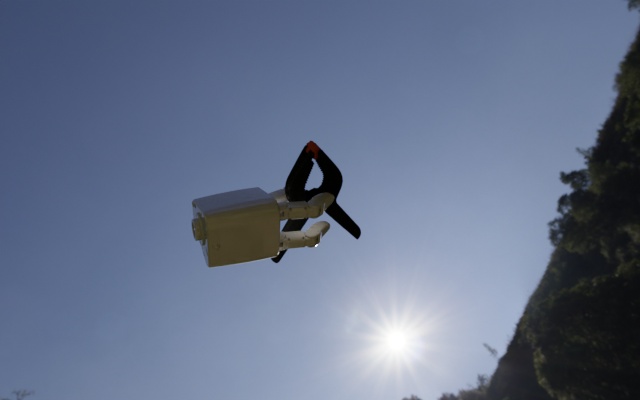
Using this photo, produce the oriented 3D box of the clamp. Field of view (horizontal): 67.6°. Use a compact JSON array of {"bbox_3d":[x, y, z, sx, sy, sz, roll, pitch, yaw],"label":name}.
[{"bbox_3d":[0.000,0.002,0.767,0.164,0.210,0.036,-9,35,-22],"label":"clamp"}]
